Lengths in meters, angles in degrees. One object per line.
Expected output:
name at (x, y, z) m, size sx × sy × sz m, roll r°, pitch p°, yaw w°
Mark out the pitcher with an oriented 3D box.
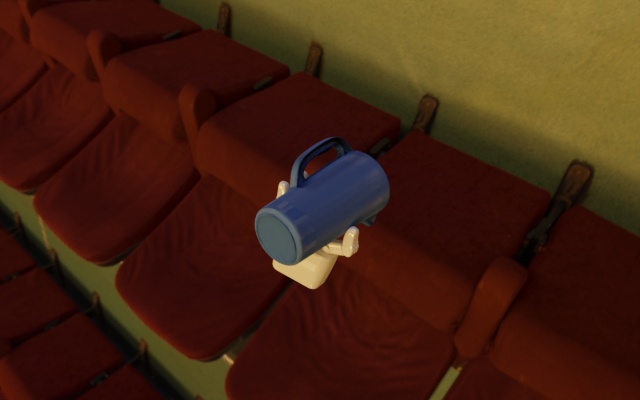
pitcher at (0.000, 0.003, 0.843) m, size 0.149 × 0.145 × 0.242 m, roll 40°, pitch 46°, yaw 19°
